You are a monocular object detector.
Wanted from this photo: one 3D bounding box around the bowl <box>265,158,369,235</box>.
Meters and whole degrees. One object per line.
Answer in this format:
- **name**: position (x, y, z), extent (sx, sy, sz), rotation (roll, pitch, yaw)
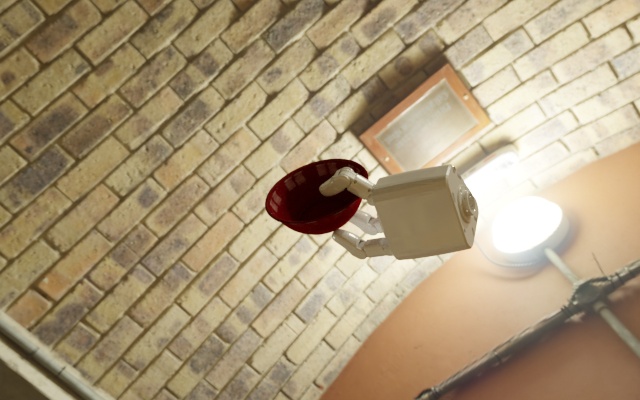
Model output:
- **bowl**: position (-0.001, 0.003, 0.725), extent (0.162, 0.055, 0.162), rotation (-13, 34, 9)
